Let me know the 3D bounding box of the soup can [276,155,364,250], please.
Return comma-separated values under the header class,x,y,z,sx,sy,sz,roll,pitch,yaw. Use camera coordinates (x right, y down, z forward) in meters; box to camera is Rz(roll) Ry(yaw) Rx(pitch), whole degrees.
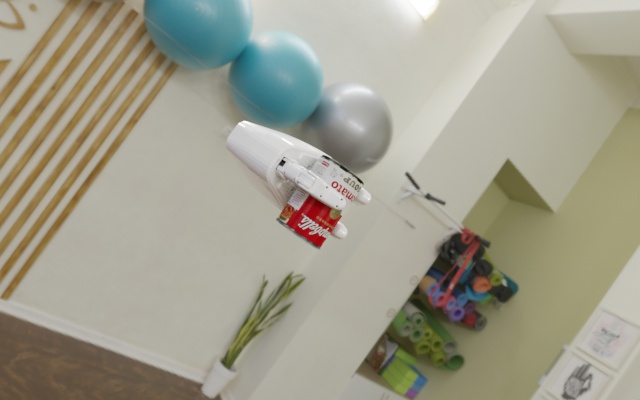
class,x,y,z,sx,sy,sz,roll,pitch,yaw
soup can,0.001,0.002,0.606,0.068,0.102,0.068,35,-2,1
